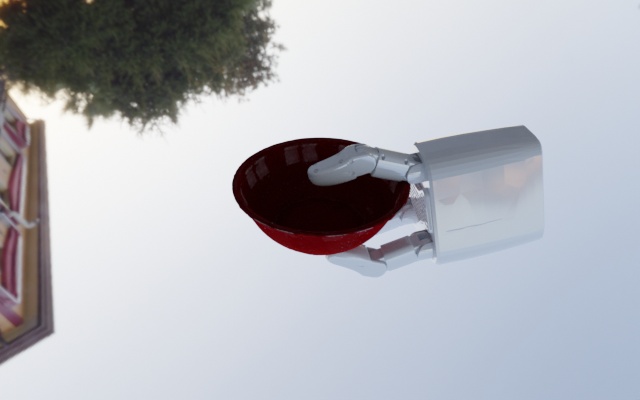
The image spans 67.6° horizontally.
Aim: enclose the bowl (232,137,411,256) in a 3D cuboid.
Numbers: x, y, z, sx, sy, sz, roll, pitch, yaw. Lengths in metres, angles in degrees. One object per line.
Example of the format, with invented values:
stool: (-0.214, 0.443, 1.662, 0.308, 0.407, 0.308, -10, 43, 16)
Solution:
bowl: (-0.001, 0.002, 0.450, 0.162, 0.055, 0.162, 1, 36, -1)
